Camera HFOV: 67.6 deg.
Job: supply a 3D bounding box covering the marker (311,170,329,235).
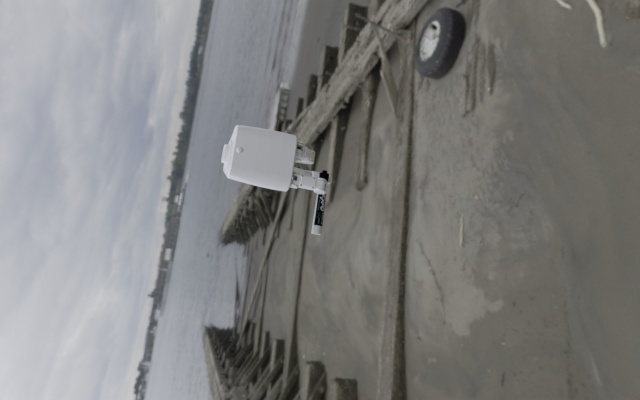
[{"bbox_3d":[0.000,0.003,0.886,0.020,0.121,0.020,8,-9,1],"label":"marker"}]
